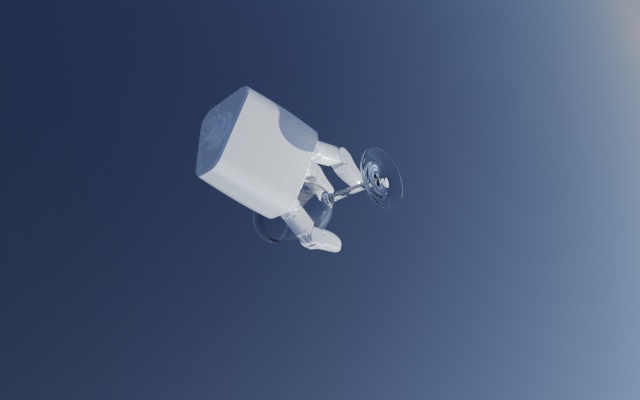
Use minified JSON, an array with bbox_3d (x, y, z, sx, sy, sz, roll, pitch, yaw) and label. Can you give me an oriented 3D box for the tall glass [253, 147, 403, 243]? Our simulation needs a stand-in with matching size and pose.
[{"bbox_3d":[0.001,0.002,0.603,0.201,0.079,0.079,-22,-15,41],"label":"tall glass"}]
